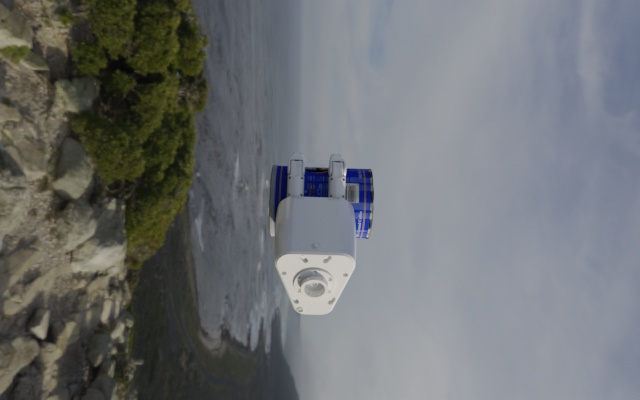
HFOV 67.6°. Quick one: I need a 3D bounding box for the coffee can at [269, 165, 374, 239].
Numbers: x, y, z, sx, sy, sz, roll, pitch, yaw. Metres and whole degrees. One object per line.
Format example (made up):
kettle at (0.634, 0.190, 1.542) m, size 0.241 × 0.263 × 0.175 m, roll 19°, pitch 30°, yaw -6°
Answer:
coffee can at (0.000, 0.002, 0.687) m, size 0.140 × 0.103 × 0.103 m, roll 2°, pitch 0°, yaw -2°
